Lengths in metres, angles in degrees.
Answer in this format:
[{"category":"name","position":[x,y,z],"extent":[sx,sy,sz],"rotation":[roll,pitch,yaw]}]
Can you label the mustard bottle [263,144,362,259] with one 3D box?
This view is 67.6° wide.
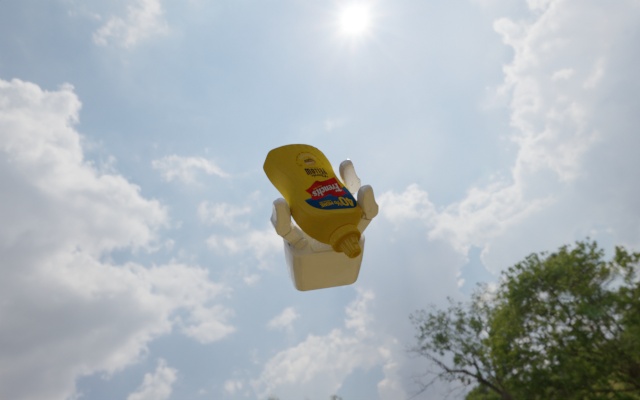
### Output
[{"category":"mustard bottle","position":[0.000,0.002,0.644],"extent":[0.096,0.058,0.191],"rotation":[-2,45,-36]}]
